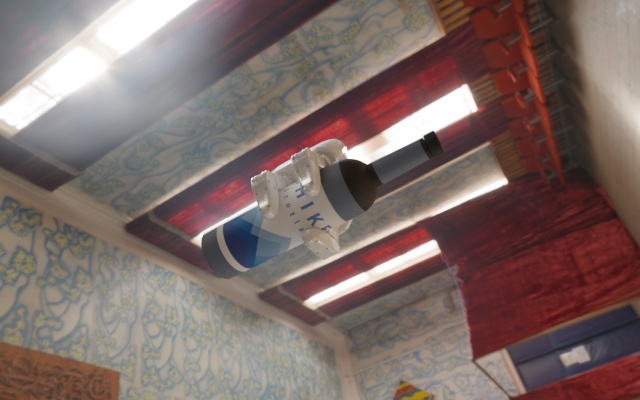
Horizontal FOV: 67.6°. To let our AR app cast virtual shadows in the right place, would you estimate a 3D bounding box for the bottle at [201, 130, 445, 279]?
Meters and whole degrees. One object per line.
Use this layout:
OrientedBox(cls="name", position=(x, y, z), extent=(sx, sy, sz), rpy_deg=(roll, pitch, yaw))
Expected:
OrientedBox(cls="bottle", position=(0.000, 0.002, 0.546), extent=(0.296, 0.069, 0.069), rpy_deg=(-27, -8, 17))
